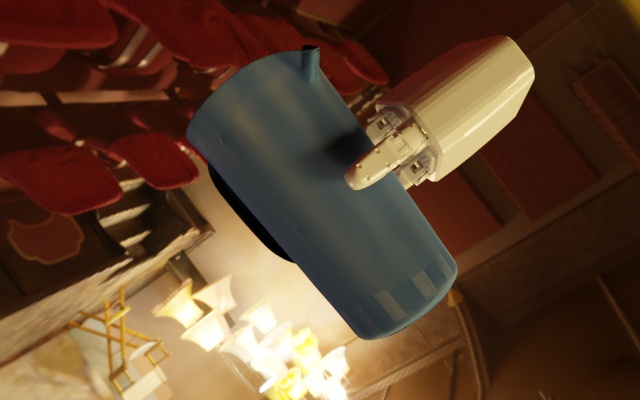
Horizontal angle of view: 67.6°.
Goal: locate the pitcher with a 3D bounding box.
[{"bbox_3d":[0.000,0.001,0.428,0.145,0.243,0.149,-37,-1,-4],"label":"pitcher"}]
